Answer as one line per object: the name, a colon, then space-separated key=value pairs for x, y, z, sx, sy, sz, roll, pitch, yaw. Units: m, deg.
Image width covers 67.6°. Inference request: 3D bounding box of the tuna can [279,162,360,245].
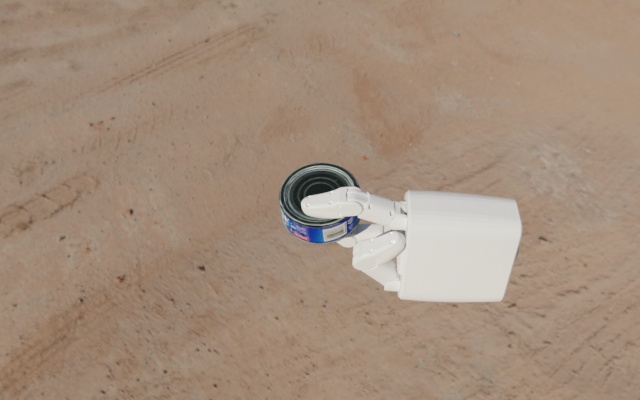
tuna can: x=0.000 y=0.001 z=0.498 sx=0.086 sy=0.086 sz=0.034 roll=0 pitch=-37 yaw=6
